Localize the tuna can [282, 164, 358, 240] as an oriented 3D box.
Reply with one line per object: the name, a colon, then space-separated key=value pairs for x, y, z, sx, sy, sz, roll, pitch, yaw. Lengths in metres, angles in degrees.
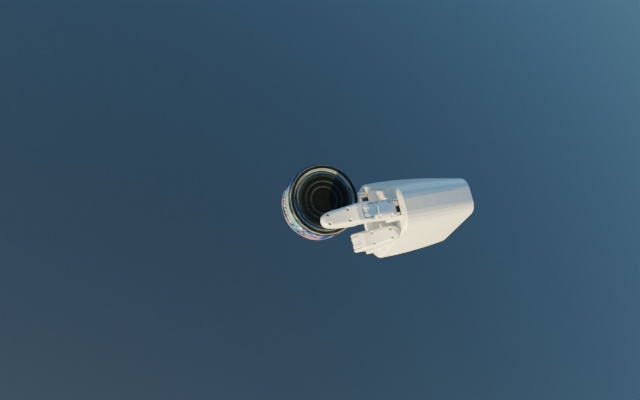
tuna can: x=0.000 y=0.002 z=0.557 sx=0.086 sy=0.086 sz=0.034 roll=0 pitch=-11 yaw=-18
